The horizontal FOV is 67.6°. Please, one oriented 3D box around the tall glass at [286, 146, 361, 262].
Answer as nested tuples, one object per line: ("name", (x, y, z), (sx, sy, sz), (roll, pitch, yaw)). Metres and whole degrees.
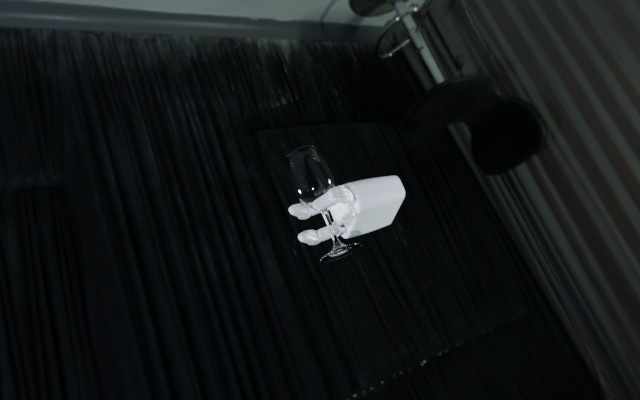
("tall glass", (0.000, 0.003, 0.850), (0.079, 0.201, 0.079), (-20, -18, -7))
